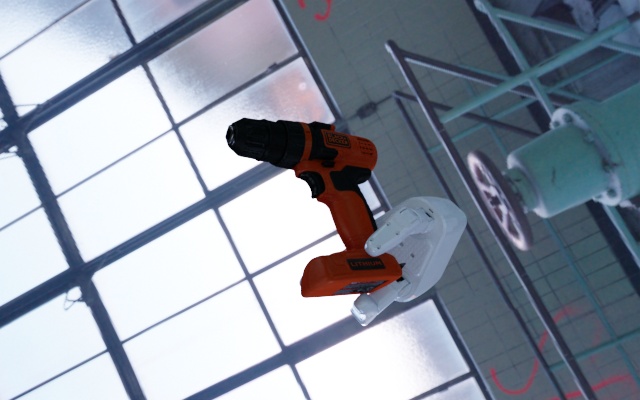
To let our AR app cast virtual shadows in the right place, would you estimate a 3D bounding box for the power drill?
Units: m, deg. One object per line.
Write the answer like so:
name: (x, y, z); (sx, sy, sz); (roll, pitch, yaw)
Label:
power drill: (0.000, 0.002, 0.488); (0.184, 0.187, 0.057); (4, -29, -34)
